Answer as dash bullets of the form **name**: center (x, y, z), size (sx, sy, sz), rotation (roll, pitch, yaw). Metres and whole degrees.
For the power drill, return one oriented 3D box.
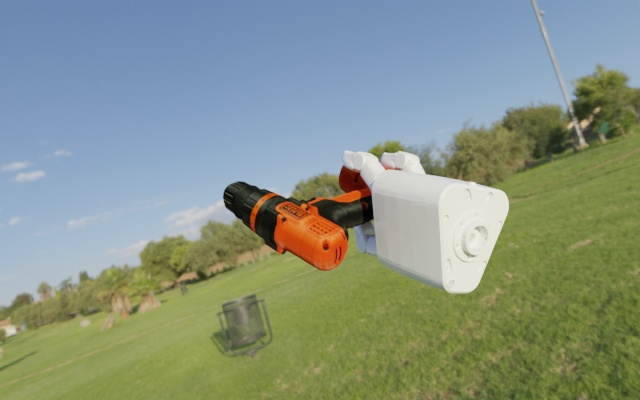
- **power drill**: center (0.001, 0.002, 0.578), size (0.184, 0.057, 0.187), rotation (29, 40, 36)
